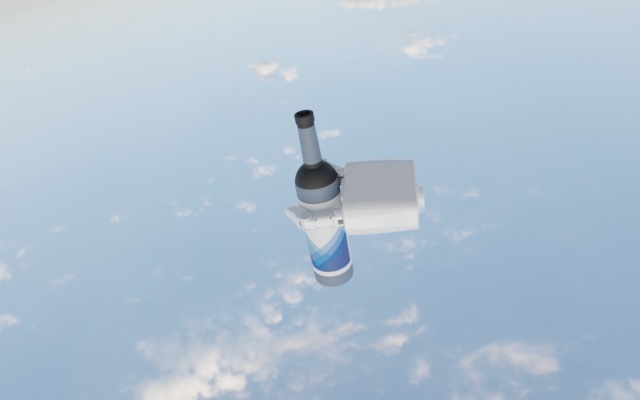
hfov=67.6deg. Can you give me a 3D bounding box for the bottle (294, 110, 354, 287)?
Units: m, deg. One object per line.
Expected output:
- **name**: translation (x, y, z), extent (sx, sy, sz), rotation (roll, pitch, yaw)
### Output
- **bottle**: translation (0.000, 0.003, 0.733), extent (0.069, 0.296, 0.069), rotation (-8, 33, 5)
